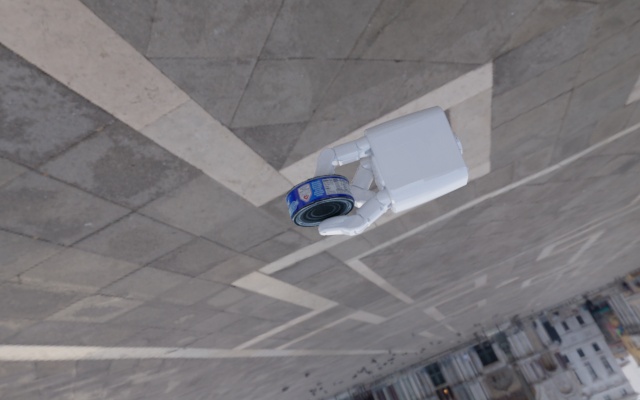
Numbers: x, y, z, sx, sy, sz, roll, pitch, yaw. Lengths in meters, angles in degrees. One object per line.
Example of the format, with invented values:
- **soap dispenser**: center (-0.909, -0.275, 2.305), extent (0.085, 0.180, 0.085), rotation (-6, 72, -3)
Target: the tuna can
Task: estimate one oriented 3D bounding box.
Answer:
- **tuna can**: center (0.000, 0.003, 0.614), extent (0.086, 0.033, 0.086), rotation (-14, -23, -6)
